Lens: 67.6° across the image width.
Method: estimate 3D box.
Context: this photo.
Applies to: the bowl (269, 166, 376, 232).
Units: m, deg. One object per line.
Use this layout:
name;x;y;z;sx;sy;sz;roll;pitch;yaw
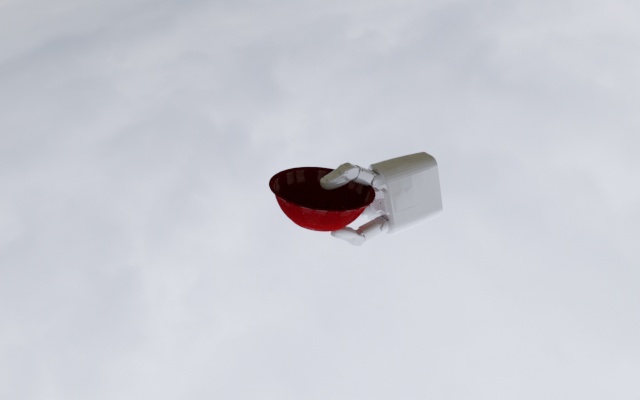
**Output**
bowl;-0.001;0.003;0.729;0.162;0.055;0.162;6;25;-3
